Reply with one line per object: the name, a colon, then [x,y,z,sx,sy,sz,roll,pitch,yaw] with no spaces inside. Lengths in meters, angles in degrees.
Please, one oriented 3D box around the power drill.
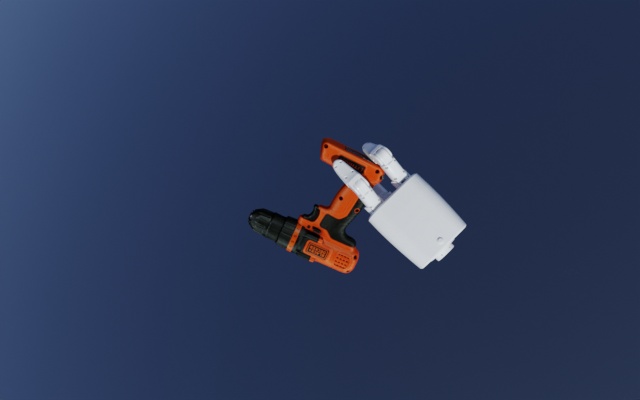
power drill: [0.001,0.002,0.737,0.184,0.188,0.057,24,17,-4]
